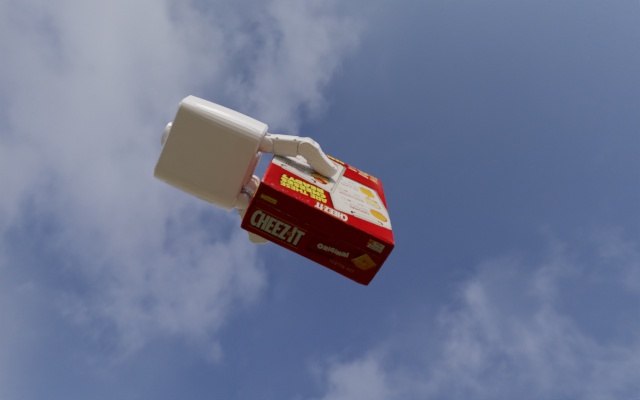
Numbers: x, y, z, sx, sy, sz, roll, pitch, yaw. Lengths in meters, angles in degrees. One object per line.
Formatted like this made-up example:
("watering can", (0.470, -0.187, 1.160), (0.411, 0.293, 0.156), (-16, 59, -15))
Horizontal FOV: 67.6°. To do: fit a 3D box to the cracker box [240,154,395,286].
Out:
("cracker box", (0.000, 0.002, 0.619), (0.164, 0.072, 0.213), (25, 21, -7))
